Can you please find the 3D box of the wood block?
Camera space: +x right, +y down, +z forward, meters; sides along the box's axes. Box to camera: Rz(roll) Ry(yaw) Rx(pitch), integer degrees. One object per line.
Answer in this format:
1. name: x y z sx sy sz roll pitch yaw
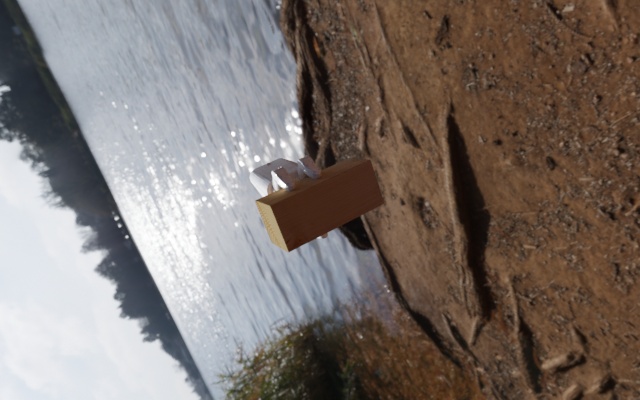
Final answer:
1. wood block: 0.000 0.003 0.874 0.206 0.091 0.090 -26 17 -21
